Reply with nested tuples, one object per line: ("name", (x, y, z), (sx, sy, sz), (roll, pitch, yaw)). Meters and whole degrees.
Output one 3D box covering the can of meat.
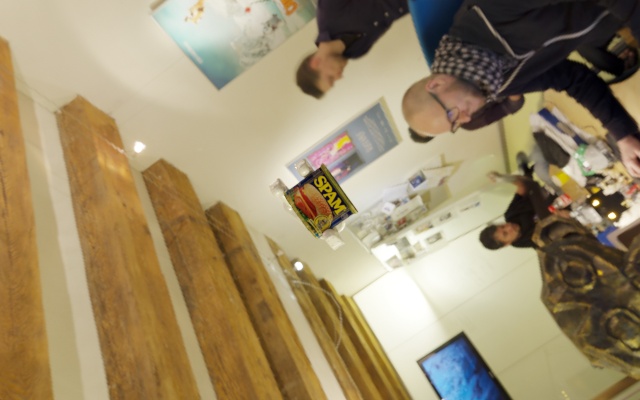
("can of meat", (0.000, 0.003, 0.800), (0.084, 0.102, 0.057), (-35, -1, 6))
